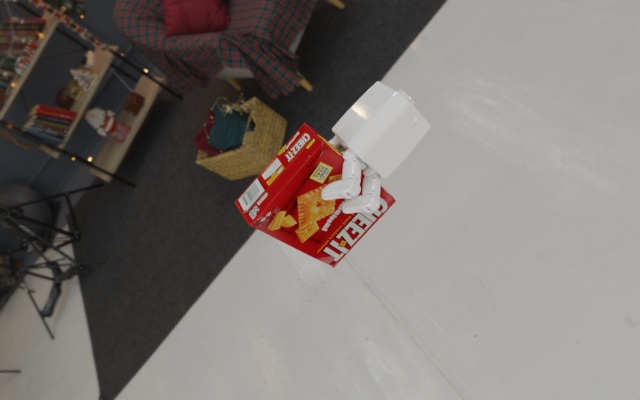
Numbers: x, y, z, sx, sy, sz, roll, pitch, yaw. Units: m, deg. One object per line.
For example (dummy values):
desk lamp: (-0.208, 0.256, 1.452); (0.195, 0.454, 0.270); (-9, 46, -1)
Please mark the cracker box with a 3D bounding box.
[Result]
cracker box: (0.000, 0.002, 0.760); (0.214, 0.164, 0.072); (33, 13, -44)
